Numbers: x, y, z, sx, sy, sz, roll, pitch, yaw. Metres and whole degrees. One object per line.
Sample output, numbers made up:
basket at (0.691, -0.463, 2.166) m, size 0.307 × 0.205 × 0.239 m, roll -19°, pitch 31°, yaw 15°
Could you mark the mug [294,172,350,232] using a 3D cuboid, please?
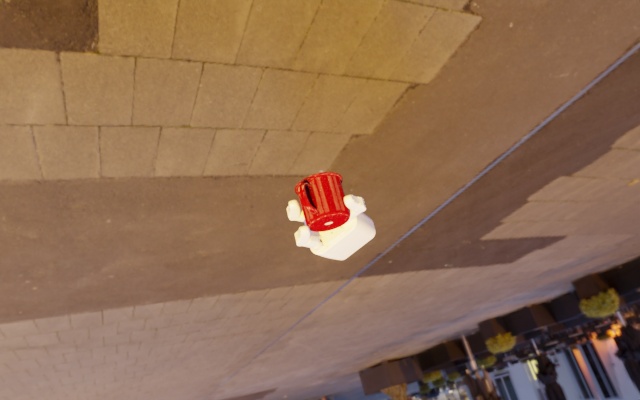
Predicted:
mug at (0.000, 0.003, 0.862) m, size 0.093 × 0.081 × 0.117 m, roll -26°, pitch -26°, yaw 23°
